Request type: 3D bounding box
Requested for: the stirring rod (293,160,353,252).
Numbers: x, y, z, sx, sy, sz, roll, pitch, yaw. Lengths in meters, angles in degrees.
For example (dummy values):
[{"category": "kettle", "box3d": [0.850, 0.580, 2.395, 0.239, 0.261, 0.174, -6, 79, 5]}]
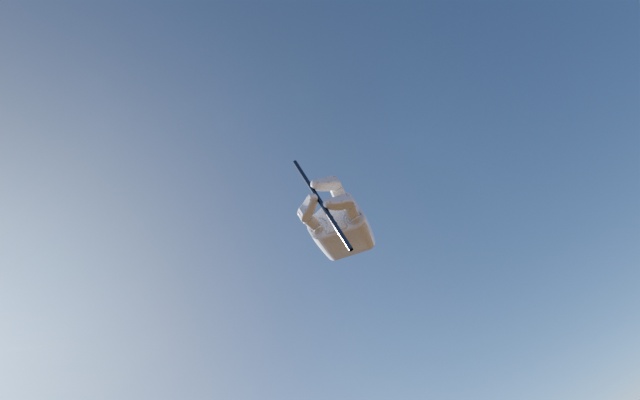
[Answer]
[{"category": "stirring rod", "box3d": [0.000, 0.003, 0.865, 0.011, 0.011, 0.239, 0, 41, -34]}]
